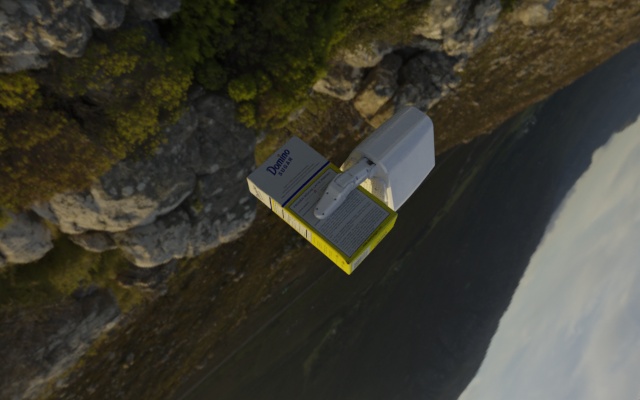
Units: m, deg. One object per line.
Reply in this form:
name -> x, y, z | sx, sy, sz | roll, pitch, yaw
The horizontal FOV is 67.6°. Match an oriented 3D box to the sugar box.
sugar box -> 0.000, 0.002, 0.614 | 0.176, 0.093, 0.048 | 39, -22, 19
